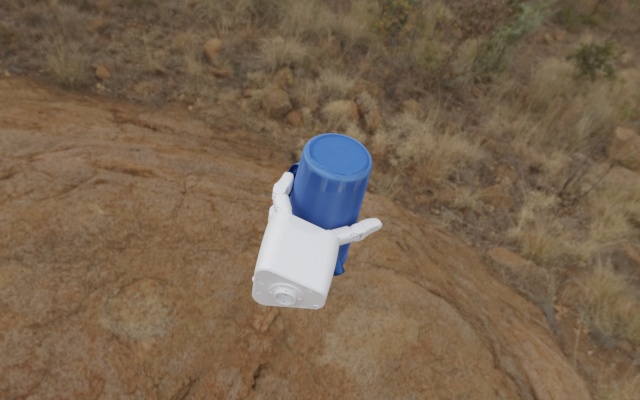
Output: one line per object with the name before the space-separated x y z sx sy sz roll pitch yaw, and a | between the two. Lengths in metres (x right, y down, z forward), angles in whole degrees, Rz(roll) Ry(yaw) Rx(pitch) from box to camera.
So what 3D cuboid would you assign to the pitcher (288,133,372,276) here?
pitcher | 0.000 0.003 0.808 0.149 0.145 0.243 16 -44 1
